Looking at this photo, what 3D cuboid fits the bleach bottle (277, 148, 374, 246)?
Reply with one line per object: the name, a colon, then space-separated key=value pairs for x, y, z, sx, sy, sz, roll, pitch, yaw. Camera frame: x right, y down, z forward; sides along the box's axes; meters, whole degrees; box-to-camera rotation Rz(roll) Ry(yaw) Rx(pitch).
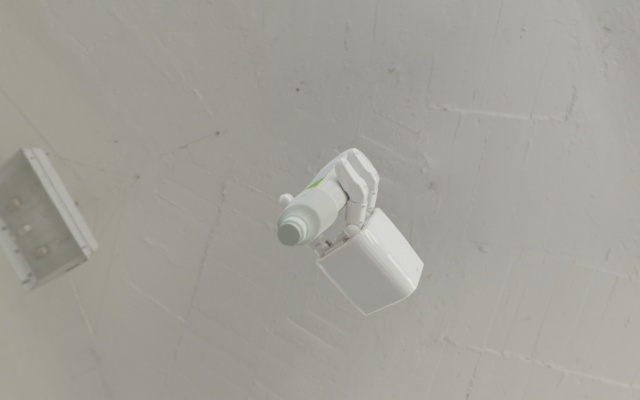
bleach bottle: x=0.000 y=0.002 z=0.647 sx=0.102 sy=0.068 sz=0.250 roll=-40 pitch=2 yaw=28
